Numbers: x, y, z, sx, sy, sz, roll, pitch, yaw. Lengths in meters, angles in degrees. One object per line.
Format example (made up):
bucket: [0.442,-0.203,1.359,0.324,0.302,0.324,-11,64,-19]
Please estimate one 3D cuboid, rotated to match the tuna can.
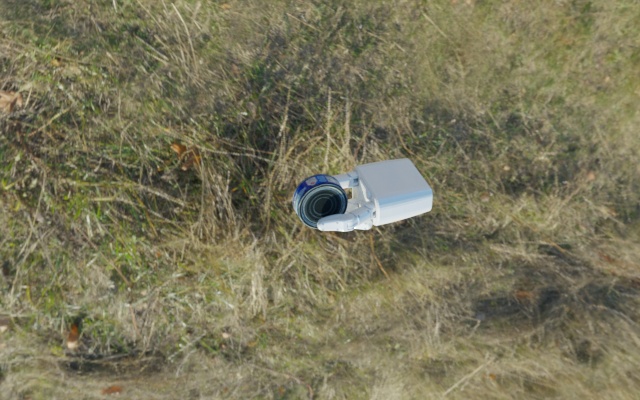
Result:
tuna can: [0.000,0.003,0.769,0.086,0.086,0.033,0,29,-20]
